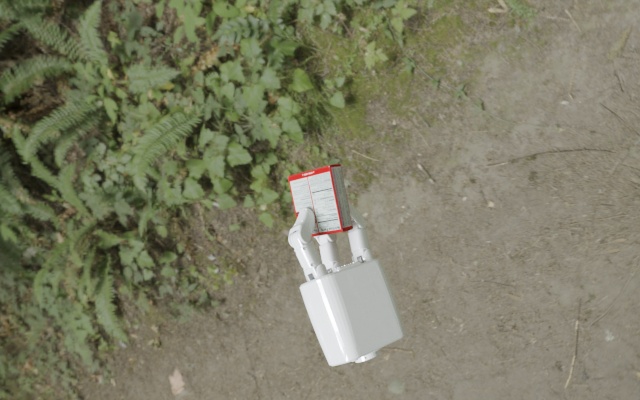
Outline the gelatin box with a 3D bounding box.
[{"bbox_3d":[0.000,0.002,0.640,0.073,0.089,0.030,-12,0,37],"label":"gelatin box"}]
